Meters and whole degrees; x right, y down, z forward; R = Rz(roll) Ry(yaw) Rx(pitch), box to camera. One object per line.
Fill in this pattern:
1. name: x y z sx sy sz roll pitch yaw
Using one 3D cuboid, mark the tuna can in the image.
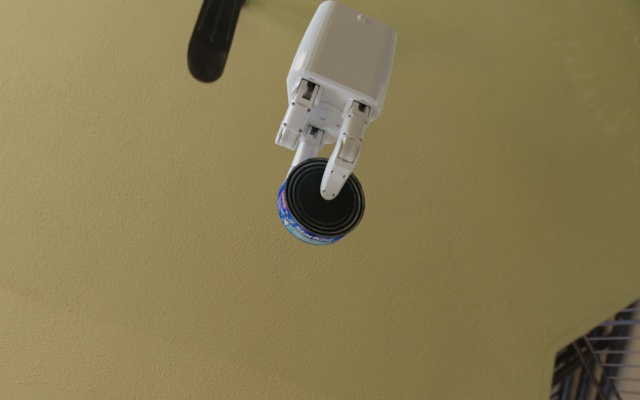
1. tuna can: 0.000 0.002 0.487 0.086 0.086 0.034 0 -22 -22
